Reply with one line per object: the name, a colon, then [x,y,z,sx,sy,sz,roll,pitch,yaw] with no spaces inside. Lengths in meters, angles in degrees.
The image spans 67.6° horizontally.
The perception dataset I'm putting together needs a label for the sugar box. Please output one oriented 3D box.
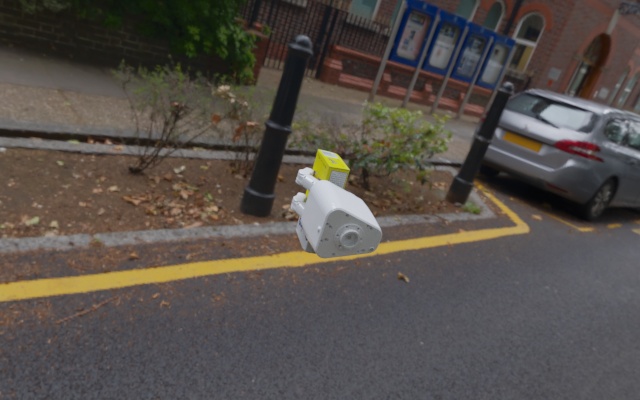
sugar box: [0.000,0.003,0.896,0.048,0.176,0.093,11,22,-19]
